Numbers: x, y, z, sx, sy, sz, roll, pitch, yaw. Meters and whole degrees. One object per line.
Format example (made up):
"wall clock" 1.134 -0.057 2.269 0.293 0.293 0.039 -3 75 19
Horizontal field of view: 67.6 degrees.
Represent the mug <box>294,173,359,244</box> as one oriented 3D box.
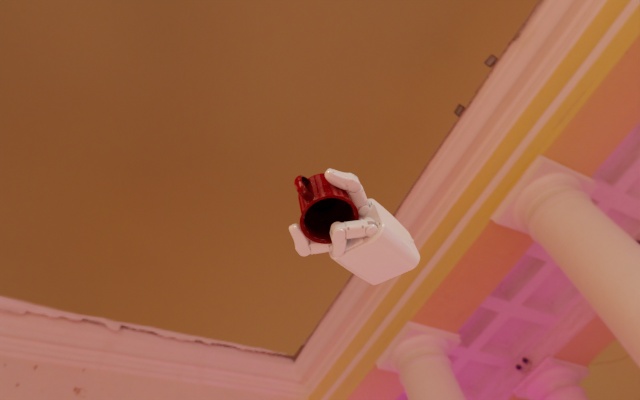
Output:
"mug" -0.001 0.002 0.764 0.117 0.093 0.081 39 19 -29
